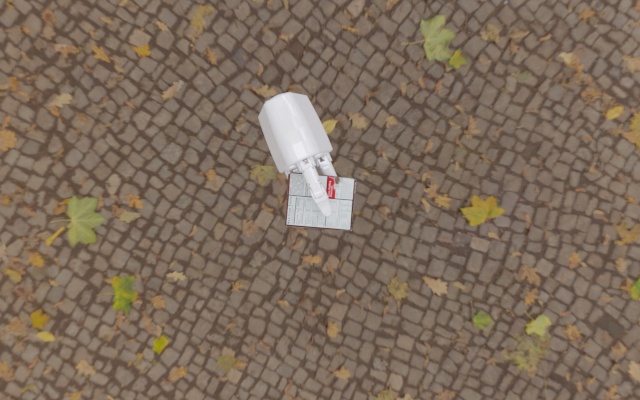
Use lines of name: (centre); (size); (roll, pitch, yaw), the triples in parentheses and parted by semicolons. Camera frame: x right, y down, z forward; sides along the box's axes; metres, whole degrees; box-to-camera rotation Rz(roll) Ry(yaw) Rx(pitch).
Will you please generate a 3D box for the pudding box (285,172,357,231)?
pudding box: (0.000, 0.003, 0.790); (0.113, 0.090, 0.039); (5, 0, 2)
